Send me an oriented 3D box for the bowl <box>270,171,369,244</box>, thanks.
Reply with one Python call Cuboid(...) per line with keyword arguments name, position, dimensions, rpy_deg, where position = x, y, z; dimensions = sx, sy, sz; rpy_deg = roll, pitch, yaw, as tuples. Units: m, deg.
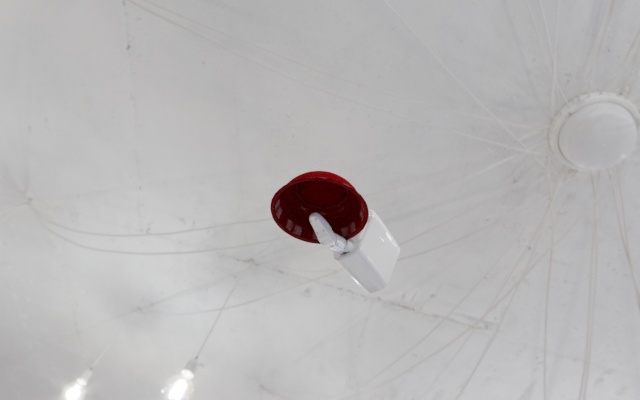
Cuboid(name="bowl", position=(0.000, 0.001, 0.796), dimensions=(0.162, 0.055, 0.162), rpy_deg=(4, -43, 3))
